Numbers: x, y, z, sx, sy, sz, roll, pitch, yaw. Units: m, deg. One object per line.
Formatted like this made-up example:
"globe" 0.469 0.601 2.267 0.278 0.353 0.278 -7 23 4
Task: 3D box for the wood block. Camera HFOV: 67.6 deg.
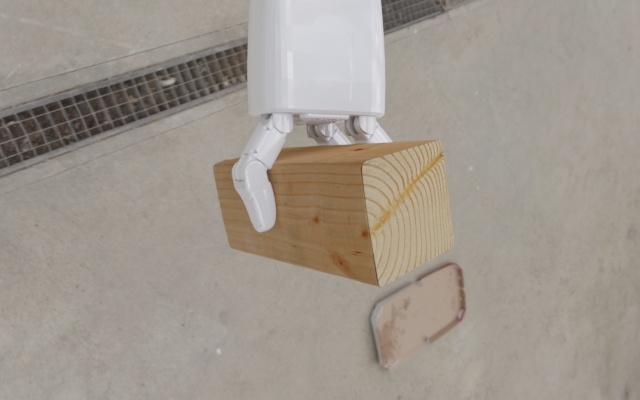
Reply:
"wood block" 0.000 0.001 0.421 0.091 0.090 0.206 -19 15 -37
